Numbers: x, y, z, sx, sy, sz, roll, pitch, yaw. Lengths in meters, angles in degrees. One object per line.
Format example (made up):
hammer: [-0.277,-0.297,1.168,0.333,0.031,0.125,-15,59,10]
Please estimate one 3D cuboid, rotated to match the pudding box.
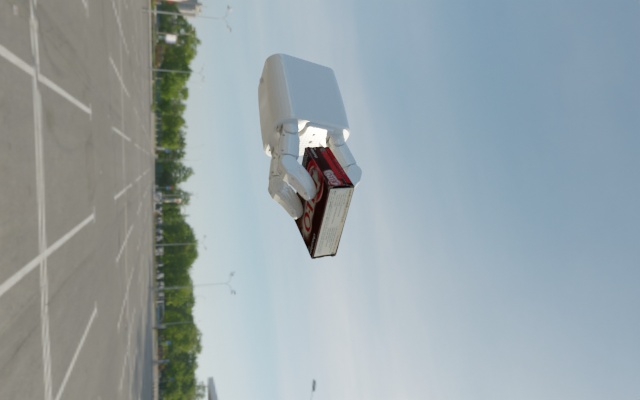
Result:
pudding box: [0.000,0.002,0.598,0.039,0.114,0.090,-4,38,-20]
